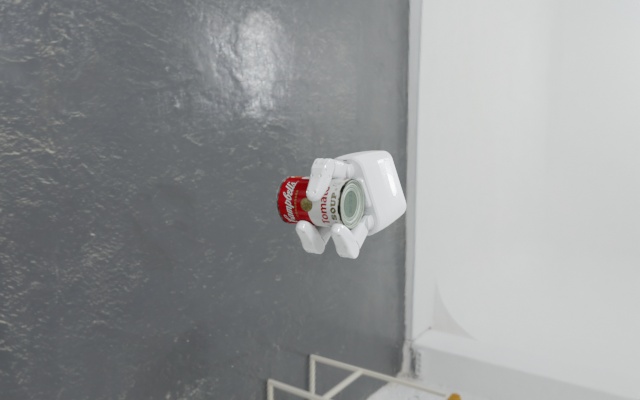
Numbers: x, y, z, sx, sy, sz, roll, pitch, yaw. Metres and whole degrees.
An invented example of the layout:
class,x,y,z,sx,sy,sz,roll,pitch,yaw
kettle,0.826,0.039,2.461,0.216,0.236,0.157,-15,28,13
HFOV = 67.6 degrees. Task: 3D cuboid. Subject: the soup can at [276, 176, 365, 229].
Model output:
class,x,y,z,sx,sy,sz,roll,pitch,yaw
soup can,0.000,0.002,0.647,0.102,0.068,0.068,4,2,33
